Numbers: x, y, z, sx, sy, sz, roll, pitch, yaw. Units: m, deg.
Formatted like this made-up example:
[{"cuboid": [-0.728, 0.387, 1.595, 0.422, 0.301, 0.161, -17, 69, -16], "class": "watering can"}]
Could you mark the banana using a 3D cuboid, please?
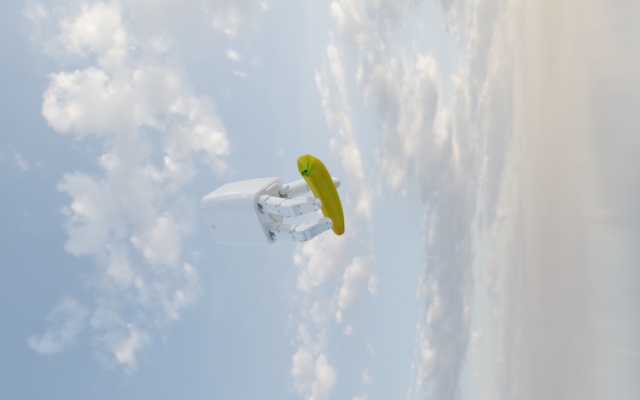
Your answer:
[{"cuboid": [0.000, -0.015, 0.743, 0.037, 0.069, 0.198, -7, -32, 17], "class": "banana"}]
